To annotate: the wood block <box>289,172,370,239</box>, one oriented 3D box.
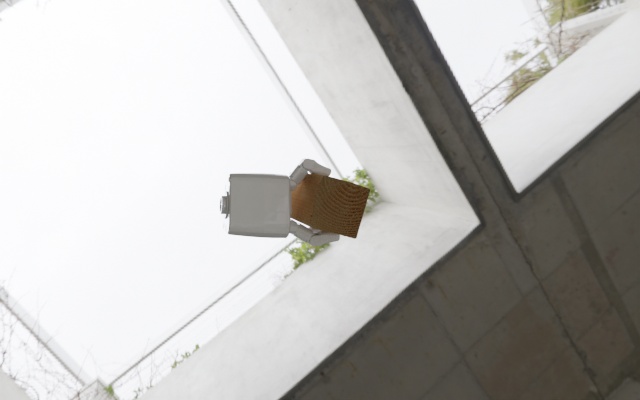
[{"bbox_3d":[0.000,0.002,0.884,0.090,0.091,0.206,15,0,-20],"label":"wood block"}]
